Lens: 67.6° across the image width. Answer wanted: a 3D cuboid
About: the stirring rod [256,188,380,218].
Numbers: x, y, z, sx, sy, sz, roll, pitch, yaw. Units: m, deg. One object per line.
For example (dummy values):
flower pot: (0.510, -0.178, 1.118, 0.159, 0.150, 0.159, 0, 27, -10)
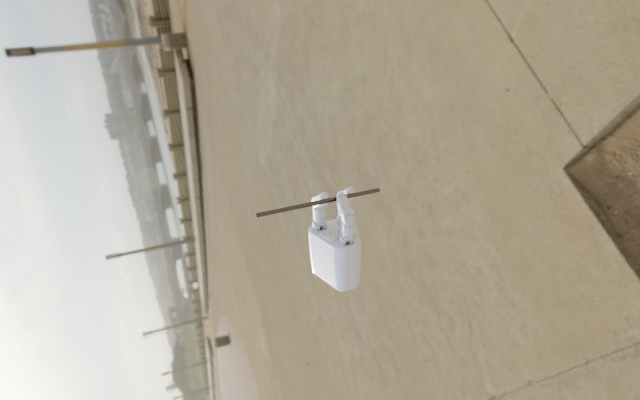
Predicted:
stirring rod: (0.000, 0.003, 0.876, 0.239, 0.011, 0.011, -12, 4, -18)
